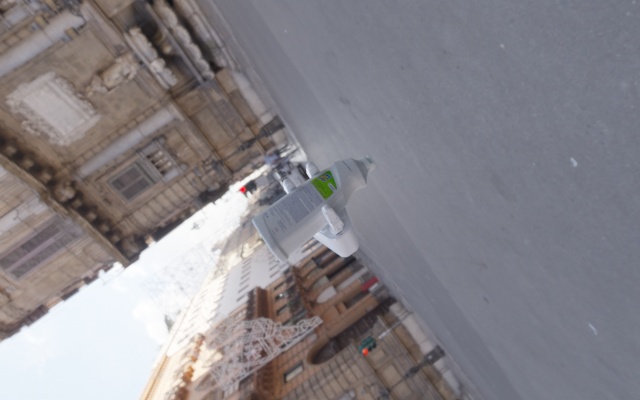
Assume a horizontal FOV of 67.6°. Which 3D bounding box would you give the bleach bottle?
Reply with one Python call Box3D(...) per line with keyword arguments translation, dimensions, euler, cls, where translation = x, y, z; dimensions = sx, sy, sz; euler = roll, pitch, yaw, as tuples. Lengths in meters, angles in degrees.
Box3D(translation=(0.000, 0.003, 0.898), dimensions=(0.251, 0.102, 0.068), euler=(-36, -32, -3), cls="bleach bottle")
